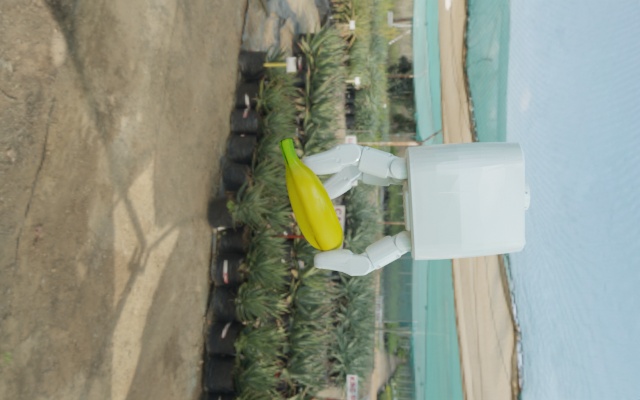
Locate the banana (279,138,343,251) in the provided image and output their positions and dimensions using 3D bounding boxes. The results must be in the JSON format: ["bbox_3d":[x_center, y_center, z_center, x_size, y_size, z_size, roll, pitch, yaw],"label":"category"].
[{"bbox_3d":[0.001,0.016,0.489,0.037,0.069,0.198,-8,-29,8],"label":"banana"}]
